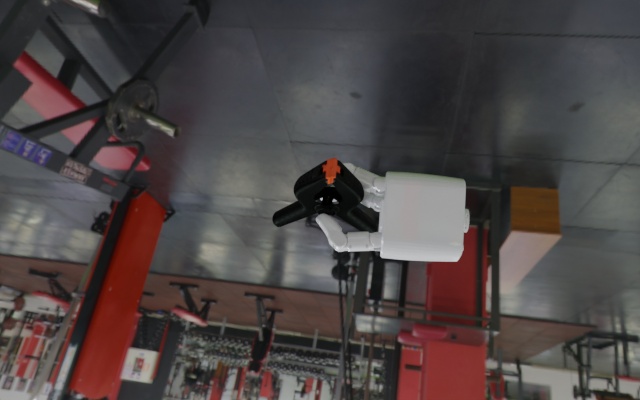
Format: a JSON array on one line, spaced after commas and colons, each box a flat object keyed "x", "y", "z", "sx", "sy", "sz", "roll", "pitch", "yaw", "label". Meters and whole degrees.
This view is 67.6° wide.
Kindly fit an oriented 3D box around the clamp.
[{"x": 0.000, "y": 0.003, "z": 0.674, "sx": 0.164, "sy": 0.036, "sz": 0.210, "roll": 2, "pitch": -24, "yaw": 6, "label": "clamp"}]
